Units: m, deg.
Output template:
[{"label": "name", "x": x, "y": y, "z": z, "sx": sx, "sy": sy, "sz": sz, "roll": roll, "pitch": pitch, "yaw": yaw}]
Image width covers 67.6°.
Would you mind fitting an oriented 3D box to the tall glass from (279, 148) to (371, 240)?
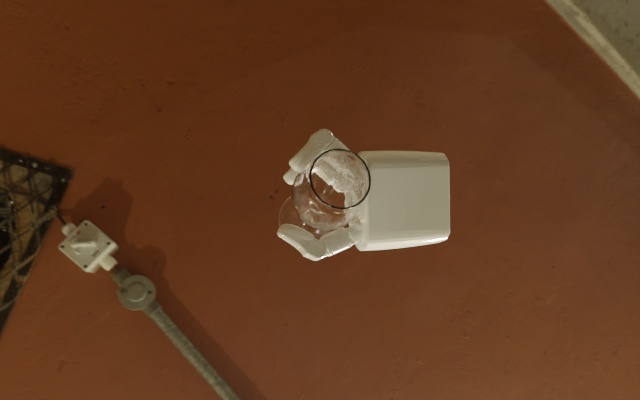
[{"label": "tall glass", "x": 0.000, "y": 0.002, "z": 0.556, "sx": 0.079, "sy": 0.079, "sz": 0.201, "roll": 0, "pitch": -13, "yaw": -11}]
